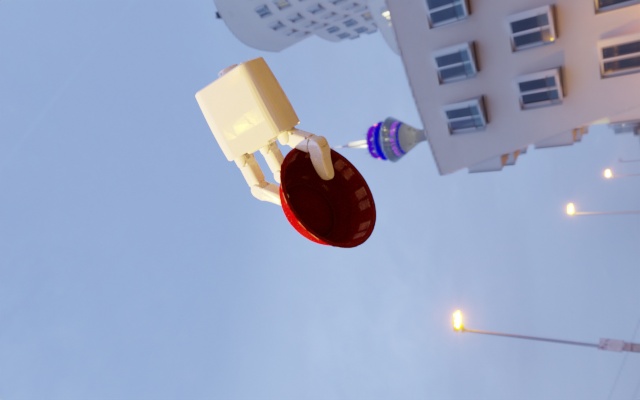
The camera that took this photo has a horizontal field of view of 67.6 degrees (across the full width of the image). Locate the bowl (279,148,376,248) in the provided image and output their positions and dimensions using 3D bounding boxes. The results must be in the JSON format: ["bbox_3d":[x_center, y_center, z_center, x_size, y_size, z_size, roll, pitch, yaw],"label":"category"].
[{"bbox_3d":[0.000,0.004,0.669,0.162,0.162,0.055,0,-28,-40],"label":"bowl"}]
